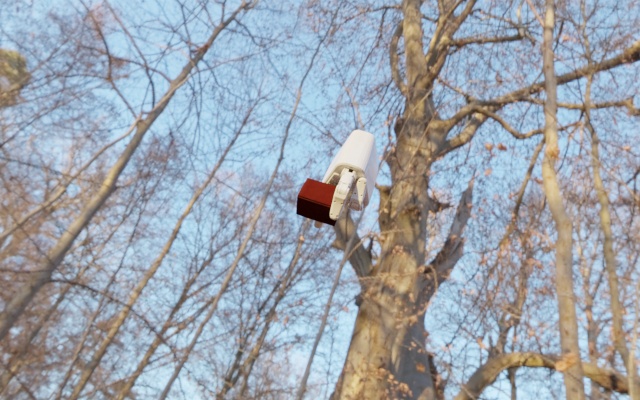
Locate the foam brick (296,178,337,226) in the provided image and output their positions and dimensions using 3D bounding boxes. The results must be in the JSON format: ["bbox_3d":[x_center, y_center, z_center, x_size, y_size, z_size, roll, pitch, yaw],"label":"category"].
[{"bbox_3d":[0.000,0.003,0.872,0.078,0.051,0.053,18,-40,6],"label":"foam brick"}]
